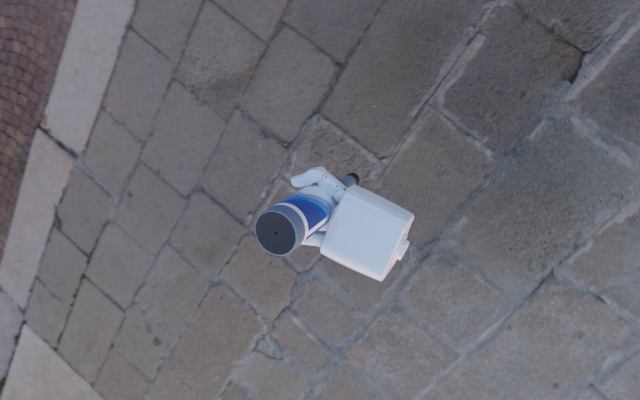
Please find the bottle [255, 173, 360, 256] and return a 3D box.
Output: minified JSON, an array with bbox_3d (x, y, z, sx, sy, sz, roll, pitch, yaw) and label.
[{"bbox_3d":[0.000,0.003,0.770,0.069,0.069,0.295,0,17,26],"label":"bottle"}]
